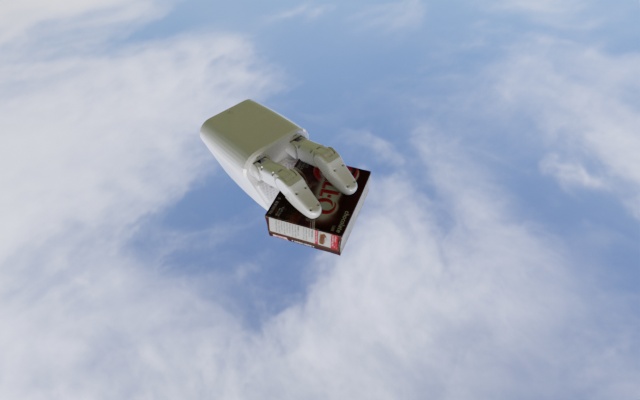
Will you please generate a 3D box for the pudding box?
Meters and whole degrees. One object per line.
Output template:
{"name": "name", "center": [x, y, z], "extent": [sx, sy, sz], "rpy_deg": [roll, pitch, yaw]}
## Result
{"name": "pudding box", "center": [0.000, 0.002, 0.551], "extent": [0.090, 0.113, 0.039], "rpy_deg": [14, -41, 15]}
